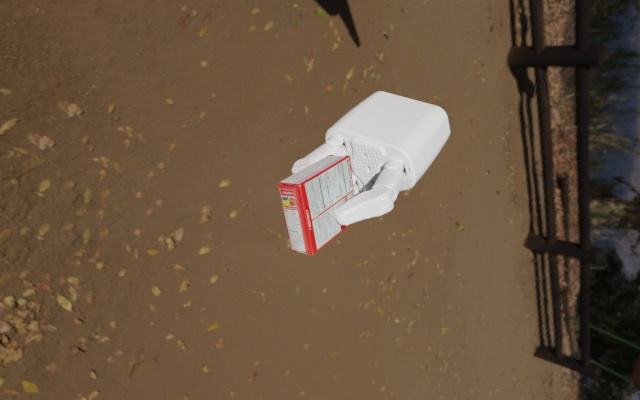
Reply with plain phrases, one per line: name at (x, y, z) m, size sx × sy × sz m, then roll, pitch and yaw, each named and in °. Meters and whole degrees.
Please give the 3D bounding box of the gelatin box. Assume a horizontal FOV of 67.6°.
gelatin box at (0.000, 0.002, 0.478) m, size 0.030 × 0.073 × 0.089 m, roll 6°, pitch 27°, yaw 35°
